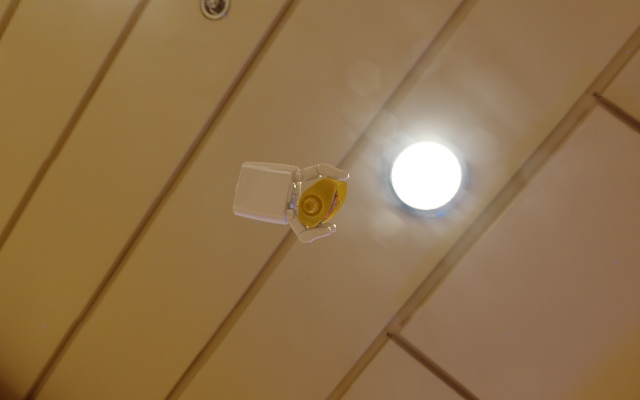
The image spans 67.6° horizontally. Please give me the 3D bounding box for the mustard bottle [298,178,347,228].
[{"bbox_3d":[0.001,0.003,0.896,0.058,0.096,0.191,33,10,9],"label":"mustard bottle"}]
